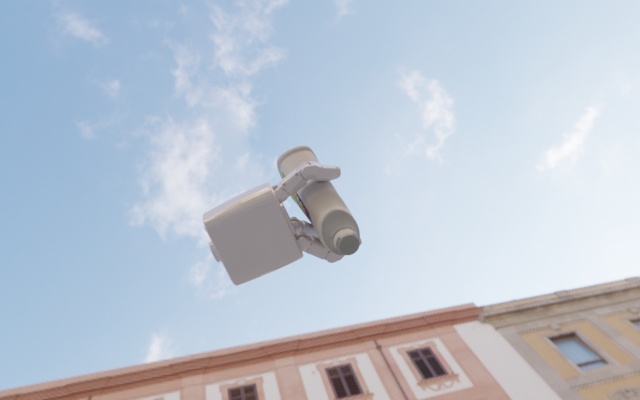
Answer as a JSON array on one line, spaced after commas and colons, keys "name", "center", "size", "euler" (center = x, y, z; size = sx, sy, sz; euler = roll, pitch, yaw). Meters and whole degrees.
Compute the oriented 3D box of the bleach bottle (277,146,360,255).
[{"name": "bleach bottle", "center": [0.000, 0.002, 0.700], "size": [0.068, 0.103, 0.250], "euler": [-26, 27, -5]}]
